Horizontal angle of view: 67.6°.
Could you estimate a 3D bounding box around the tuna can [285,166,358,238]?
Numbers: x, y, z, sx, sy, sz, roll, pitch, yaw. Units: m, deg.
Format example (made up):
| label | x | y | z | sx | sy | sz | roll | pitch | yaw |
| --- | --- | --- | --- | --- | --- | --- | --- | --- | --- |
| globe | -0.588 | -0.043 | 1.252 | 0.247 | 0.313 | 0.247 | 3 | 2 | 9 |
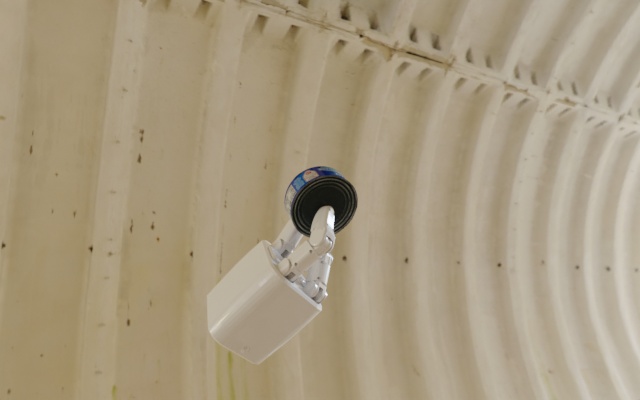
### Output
| label | x | y | z | sx | sy | sz | roll | pitch | yaw |
| --- | --- | --- | --- | --- | --- | --- | --- | --- | --- |
| tuna can | 0.000 | 0.002 | 0.586 | 0.086 | 0.086 | 0.033 | 0 | 27 | -23 |
